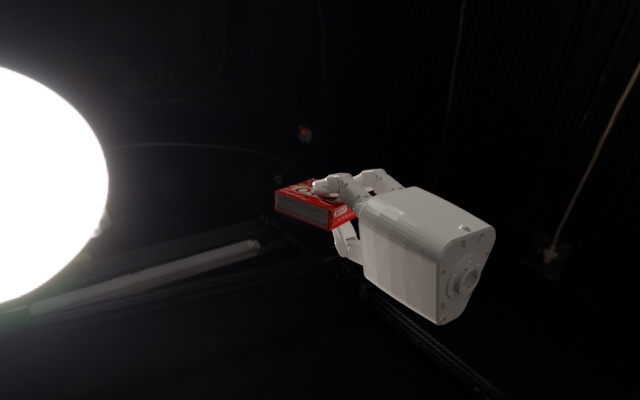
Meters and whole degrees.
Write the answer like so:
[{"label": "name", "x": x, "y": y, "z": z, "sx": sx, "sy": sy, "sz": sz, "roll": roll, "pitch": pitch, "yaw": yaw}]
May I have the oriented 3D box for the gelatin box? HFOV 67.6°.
[{"label": "gelatin box", "x": 0.000, "y": 0.002, "z": 0.588, "sx": 0.089, "sy": 0.030, "sz": 0.073, "roll": 18, "pitch": 26, "yaw": 35}]
